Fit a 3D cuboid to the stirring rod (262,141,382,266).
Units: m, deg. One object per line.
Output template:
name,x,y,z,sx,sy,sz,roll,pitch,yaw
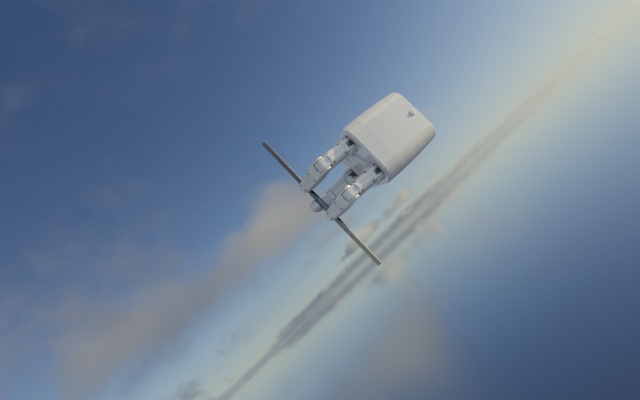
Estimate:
stirring rod,0.000,0.002,0.677,0.011,0.239,0.011,-43,-9,-8
